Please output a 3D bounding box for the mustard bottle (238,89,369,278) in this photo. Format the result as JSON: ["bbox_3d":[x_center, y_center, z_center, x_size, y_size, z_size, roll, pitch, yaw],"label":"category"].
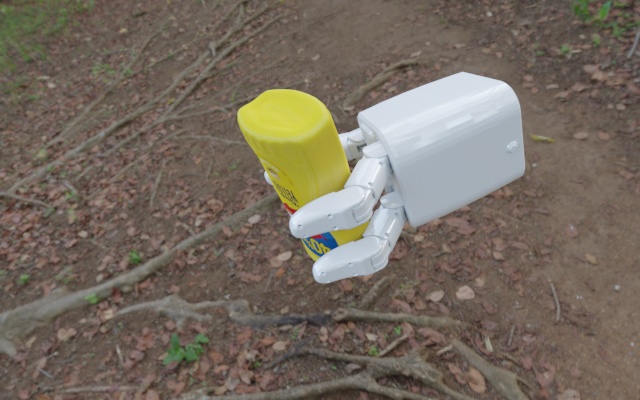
[{"bbox_3d":[0.000,0.001,0.413,0.058,0.192,0.096,-40,41,-18],"label":"mustard bottle"}]
